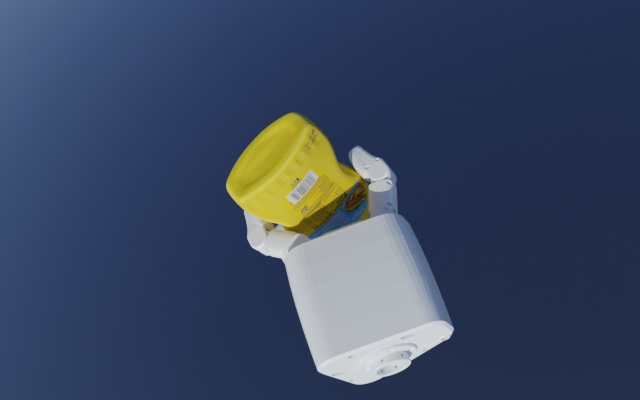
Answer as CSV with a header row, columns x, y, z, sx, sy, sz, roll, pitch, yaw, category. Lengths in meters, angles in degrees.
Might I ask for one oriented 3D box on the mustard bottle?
x,y,z,sx,sy,sz,roll,pitch,yaw,category
0.000,0.001,0.479,0.058,0.096,0.192,41,0,41,mustard bottle
